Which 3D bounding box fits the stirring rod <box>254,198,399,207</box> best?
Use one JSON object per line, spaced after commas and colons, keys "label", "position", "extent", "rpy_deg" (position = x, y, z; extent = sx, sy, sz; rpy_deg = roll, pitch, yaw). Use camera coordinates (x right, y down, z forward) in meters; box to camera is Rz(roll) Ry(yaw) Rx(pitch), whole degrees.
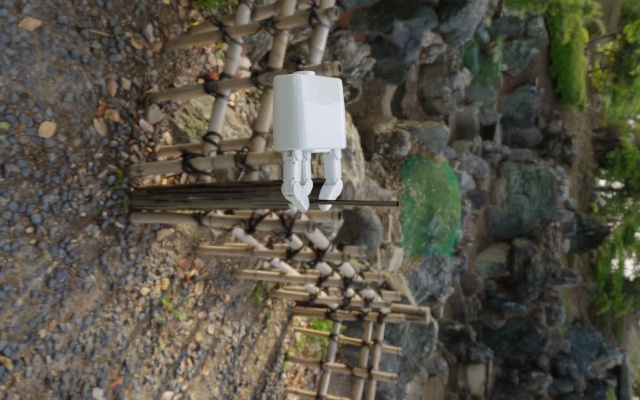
{"label": "stirring rod", "position": [0.000, 0.002, 0.709], "extent": [0.239, 0.011, 0.011], "rpy_deg": [1, 1, 29]}
